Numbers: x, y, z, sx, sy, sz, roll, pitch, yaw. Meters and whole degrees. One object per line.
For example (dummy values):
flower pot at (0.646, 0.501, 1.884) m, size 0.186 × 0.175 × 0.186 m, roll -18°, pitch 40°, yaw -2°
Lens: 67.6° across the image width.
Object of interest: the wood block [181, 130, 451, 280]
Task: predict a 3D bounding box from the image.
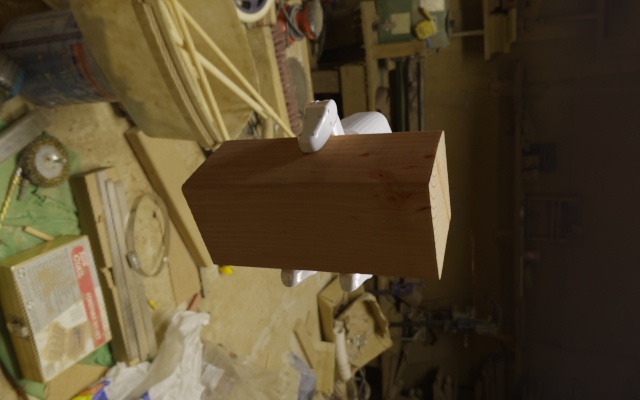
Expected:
wood block at (0.000, 0.001, 0.415) m, size 0.206 × 0.091 × 0.090 m, roll 0°, pitch 34°, yaw 22°
